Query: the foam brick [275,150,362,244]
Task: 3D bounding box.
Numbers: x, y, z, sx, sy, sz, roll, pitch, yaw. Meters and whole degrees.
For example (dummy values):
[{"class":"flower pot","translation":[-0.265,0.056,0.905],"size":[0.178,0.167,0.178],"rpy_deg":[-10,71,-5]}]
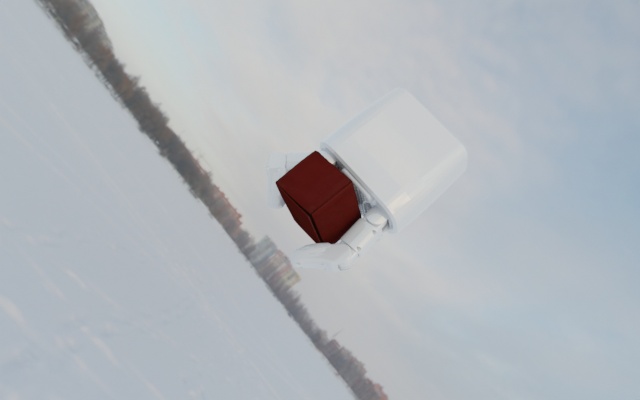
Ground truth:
[{"class":"foam brick","translation":[0.000,0.001,0.456],"size":[0.053,0.051,0.078],"rpy_deg":[44,-13,29]}]
